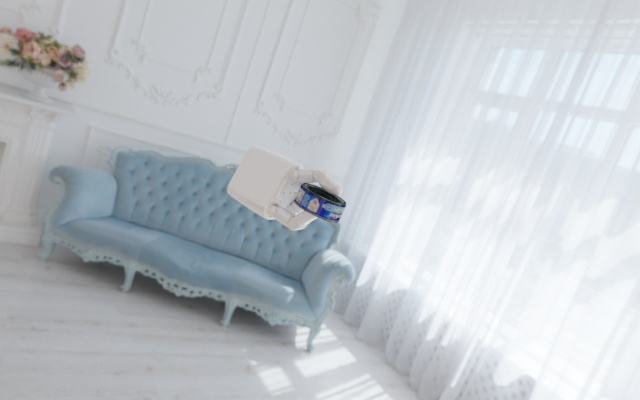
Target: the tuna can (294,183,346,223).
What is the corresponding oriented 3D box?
[{"bbox_3d":[0.000,0.002,0.806,0.086,0.034,0.086,24,11,-5],"label":"tuna can"}]
